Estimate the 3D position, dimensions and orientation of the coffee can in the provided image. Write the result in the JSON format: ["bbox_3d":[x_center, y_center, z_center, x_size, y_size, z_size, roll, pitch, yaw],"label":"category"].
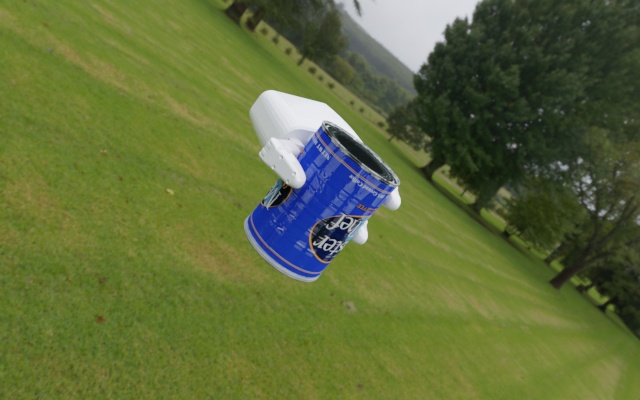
[{"bbox_3d":[0.000,0.002,0.508,0.103,0.140,0.102,36,18,-13],"label":"coffee can"}]
